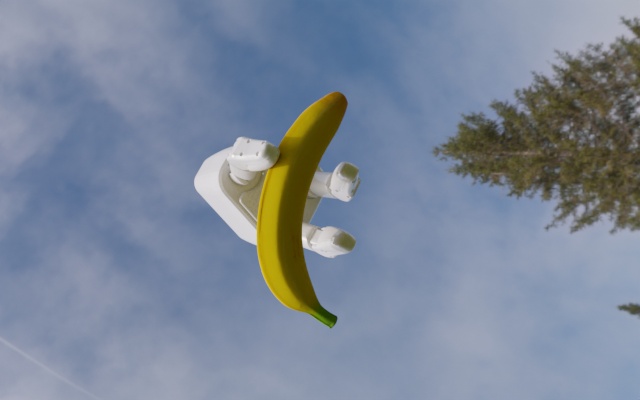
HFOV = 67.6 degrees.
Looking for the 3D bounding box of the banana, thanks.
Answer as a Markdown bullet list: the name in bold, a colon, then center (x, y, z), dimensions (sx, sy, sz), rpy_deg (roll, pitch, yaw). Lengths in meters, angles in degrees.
- **banana**: center (-0.017, 0.003, 0.395), dimensions (0.069, 0.198, 0.037), rpy_deg (6, -5, -23)
